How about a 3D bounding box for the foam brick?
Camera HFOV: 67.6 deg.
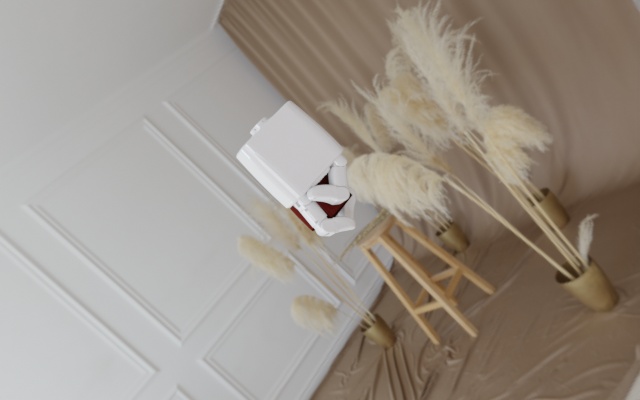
[{"bbox_3d":[0.000,0.003,0.718,0.053,0.051,0.078,-50,7,-32],"label":"foam brick"}]
